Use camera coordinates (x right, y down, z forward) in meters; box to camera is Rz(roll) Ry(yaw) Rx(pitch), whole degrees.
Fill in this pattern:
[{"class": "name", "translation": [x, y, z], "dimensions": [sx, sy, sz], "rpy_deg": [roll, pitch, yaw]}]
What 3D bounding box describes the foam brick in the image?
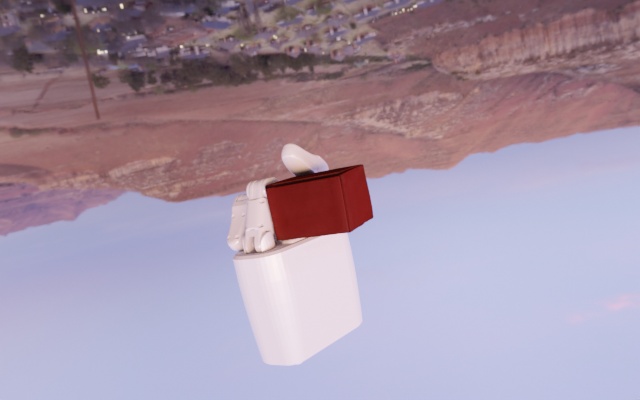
[{"class": "foam brick", "translation": [0.000, 0.001, 0.427], "dimensions": [0.078, 0.051, 0.053], "rpy_deg": [-9, 7, 31]}]
